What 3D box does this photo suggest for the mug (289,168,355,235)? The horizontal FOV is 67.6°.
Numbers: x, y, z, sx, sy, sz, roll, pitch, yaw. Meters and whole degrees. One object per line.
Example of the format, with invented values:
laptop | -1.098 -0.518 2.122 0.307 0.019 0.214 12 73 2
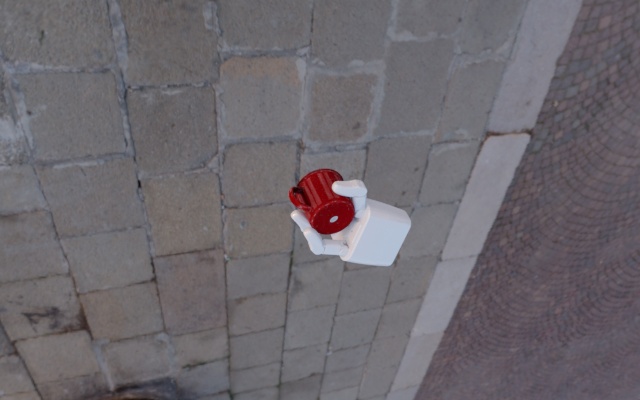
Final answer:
mug | -0.001 0.003 0.825 0.117 0.093 0.081 13 34 -31
